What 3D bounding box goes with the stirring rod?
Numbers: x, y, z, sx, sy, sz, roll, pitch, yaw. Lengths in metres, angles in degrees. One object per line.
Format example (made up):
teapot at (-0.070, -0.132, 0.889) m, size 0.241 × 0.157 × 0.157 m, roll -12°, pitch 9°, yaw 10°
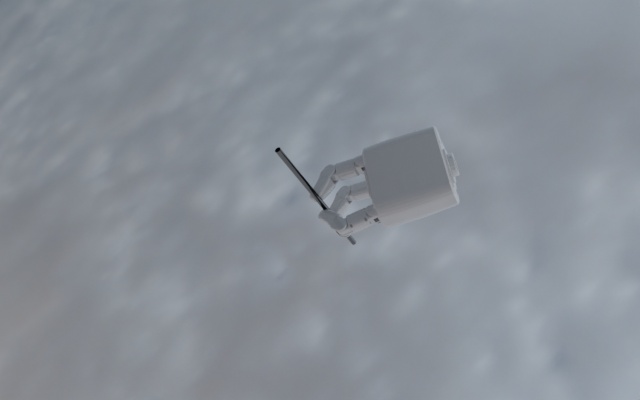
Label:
stirring rod at (0.000, 0.002, 0.682) m, size 0.011 × 0.011 × 0.240 m, roll 0°, pitch -33°, yaw 32°
